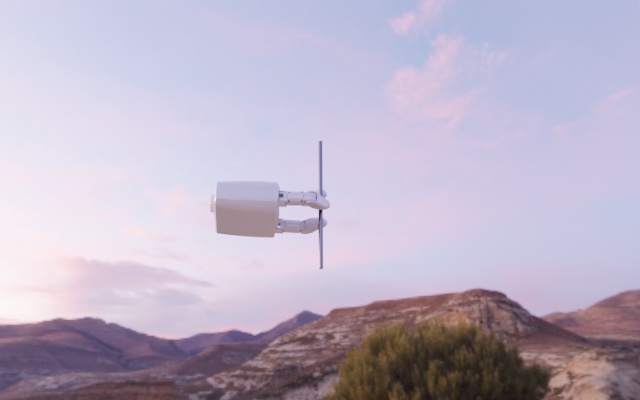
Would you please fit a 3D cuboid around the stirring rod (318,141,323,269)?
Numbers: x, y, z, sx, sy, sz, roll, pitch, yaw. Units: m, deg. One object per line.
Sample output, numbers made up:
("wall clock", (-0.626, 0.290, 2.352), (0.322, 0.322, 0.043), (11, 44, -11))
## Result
("stirring rod", (0.000, 0.003, 0.853), (0.011, 0.239, 0.011), (0, -20, 0))
